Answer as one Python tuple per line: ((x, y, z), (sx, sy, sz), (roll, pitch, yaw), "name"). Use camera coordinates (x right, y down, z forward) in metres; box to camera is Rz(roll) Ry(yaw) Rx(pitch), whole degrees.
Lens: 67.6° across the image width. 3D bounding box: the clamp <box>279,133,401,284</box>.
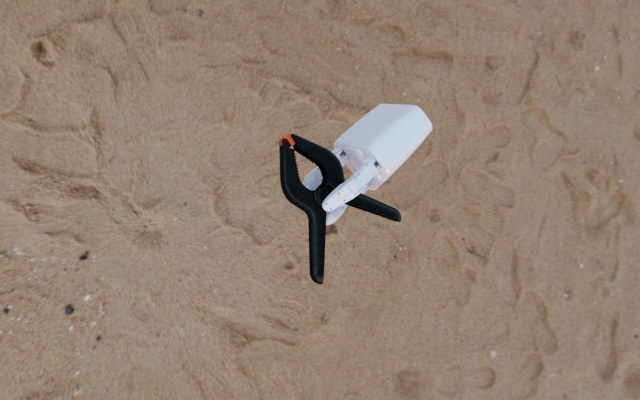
((0.000, 0.002, 0.677), (0.164, 0.210, 0.036), (-43, 12, -16), "clamp")
